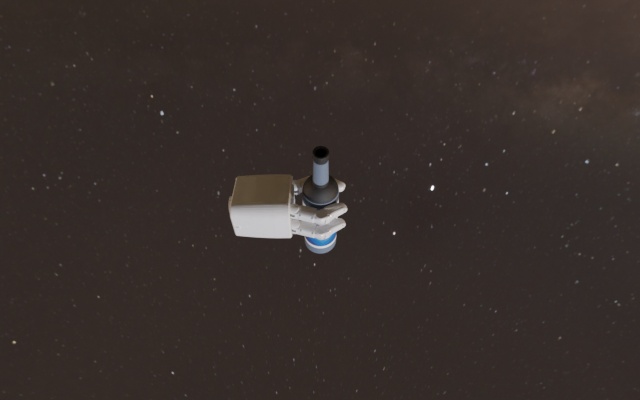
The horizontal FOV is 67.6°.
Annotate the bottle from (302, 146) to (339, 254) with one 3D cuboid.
[{"bbox_3d":[0.000,0.003,0.888,0.069,0.069,0.296,0,-33,0],"label":"bottle"}]
